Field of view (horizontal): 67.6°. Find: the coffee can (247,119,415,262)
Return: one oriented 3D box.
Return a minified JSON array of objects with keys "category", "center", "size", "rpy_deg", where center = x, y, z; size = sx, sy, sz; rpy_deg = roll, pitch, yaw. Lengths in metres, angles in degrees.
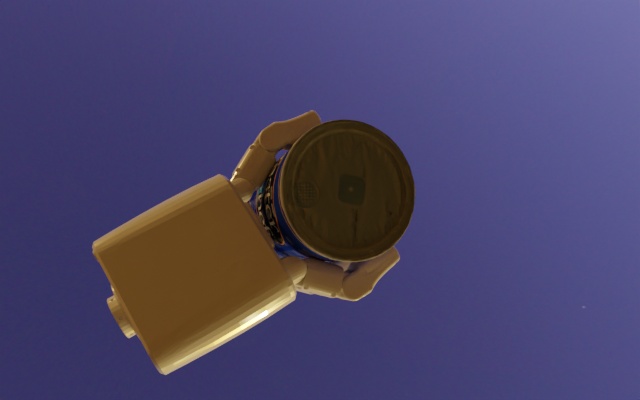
[{"category":"coffee can","center":[0.000,0.001,0.403],"size":[0.103,0.103,0.140],"rpy_deg":[0,-8,-19]}]
